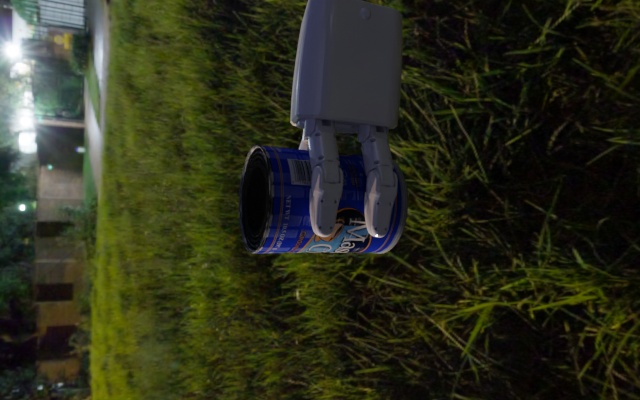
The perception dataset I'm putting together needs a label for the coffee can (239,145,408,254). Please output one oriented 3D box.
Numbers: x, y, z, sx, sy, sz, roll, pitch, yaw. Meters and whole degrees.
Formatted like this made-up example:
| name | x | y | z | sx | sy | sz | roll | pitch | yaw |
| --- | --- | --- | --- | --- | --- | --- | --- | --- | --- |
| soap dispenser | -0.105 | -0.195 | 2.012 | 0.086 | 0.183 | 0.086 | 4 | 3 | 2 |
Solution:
| name | x | y | z | sx | sy | sz | roll | pitch | yaw |
| --- | --- | --- | --- | --- | --- | --- | --- | --- | --- |
| coffee can | 0.000 | 0.002 | 0.476 | 0.140 | 0.103 | 0.103 | 3 | -1 | -24 |
